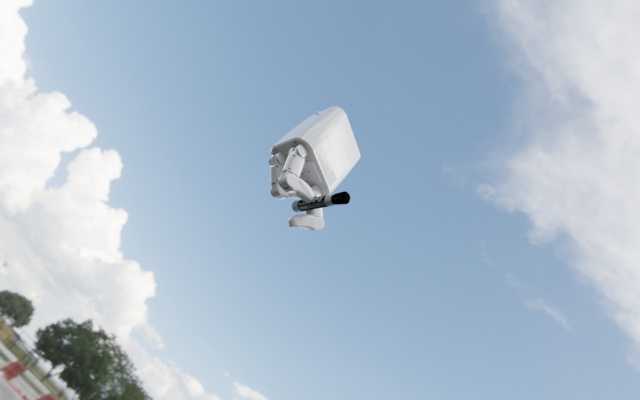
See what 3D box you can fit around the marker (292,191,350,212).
[{"bbox_3d":[0.000,0.002,0.709,0.020,0.020,0.121,0,-7,-40],"label":"marker"}]
